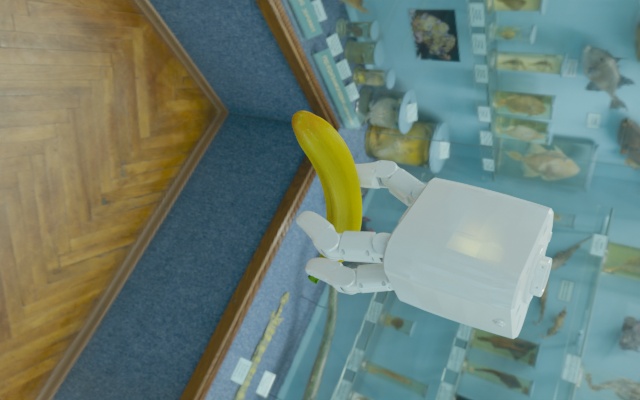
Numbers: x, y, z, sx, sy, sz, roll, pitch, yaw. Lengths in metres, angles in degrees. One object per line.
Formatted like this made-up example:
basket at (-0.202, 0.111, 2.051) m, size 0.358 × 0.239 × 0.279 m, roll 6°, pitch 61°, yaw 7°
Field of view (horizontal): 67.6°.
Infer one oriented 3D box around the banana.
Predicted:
banana at (0.012, -0.005, 0.473) m, size 0.037 × 0.198 × 0.069 m, roll 20°, pitch 41°, yaw 34°
